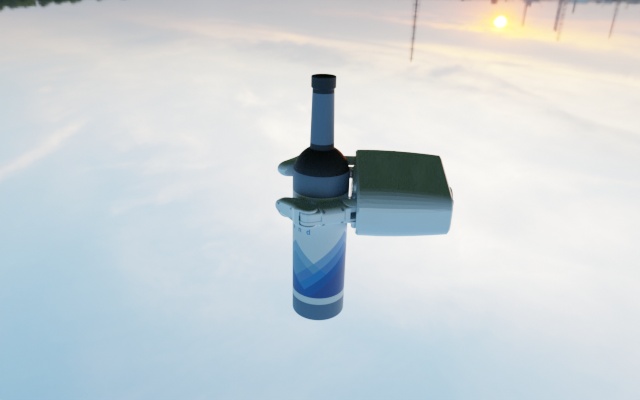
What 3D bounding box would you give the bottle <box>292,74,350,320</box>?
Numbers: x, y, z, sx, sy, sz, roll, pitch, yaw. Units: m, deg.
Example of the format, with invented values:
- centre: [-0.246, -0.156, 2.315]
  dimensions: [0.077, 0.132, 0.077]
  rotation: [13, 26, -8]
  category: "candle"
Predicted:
- centre: [0.000, 0.002, 0.567]
  dimensions: [0.069, 0.296, 0.069]
  rotation: [1, 23, -1]
  category: "bottle"
